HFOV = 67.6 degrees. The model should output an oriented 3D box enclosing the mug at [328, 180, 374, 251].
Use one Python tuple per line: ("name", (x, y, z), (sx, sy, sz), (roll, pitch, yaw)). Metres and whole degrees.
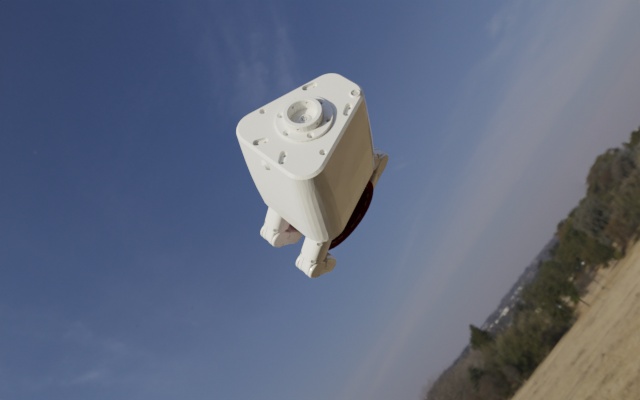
("mug", (0.000, 0.002, 0.543), (0.081, 0.093, 0.117), (37, -19, 26))
